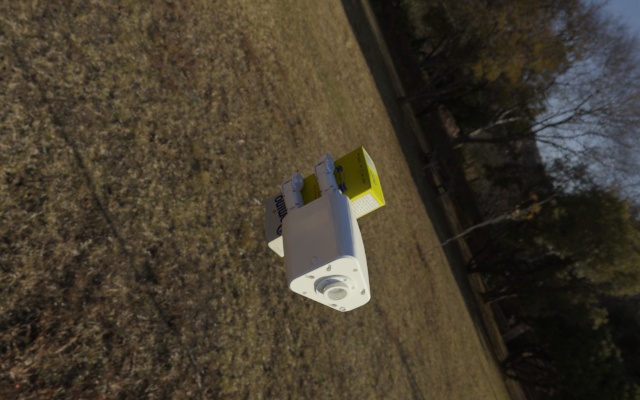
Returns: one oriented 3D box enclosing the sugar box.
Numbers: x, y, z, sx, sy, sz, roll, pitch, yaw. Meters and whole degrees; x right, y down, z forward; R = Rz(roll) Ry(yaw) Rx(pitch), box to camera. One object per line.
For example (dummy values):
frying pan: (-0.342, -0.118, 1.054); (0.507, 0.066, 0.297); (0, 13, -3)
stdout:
sugar box: (0.000, 0.002, 0.686); (0.176, 0.093, 0.048); (-27, -49, 18)
